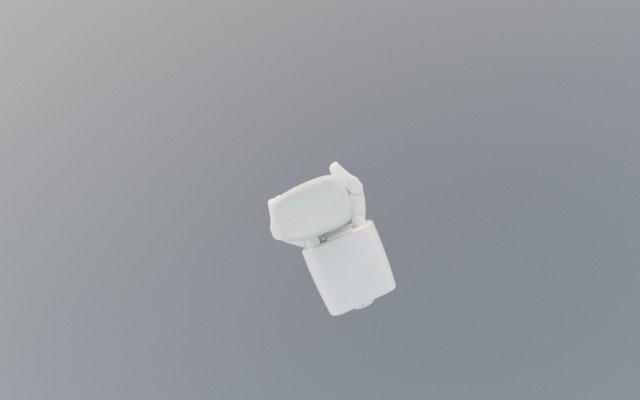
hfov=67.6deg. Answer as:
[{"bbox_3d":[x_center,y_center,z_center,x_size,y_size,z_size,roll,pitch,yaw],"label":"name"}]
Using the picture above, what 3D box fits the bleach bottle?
[{"bbox_3d":[0.000,0.002,0.711,0.102,0.068,0.251,-22,2,7],"label":"bleach bottle"}]
